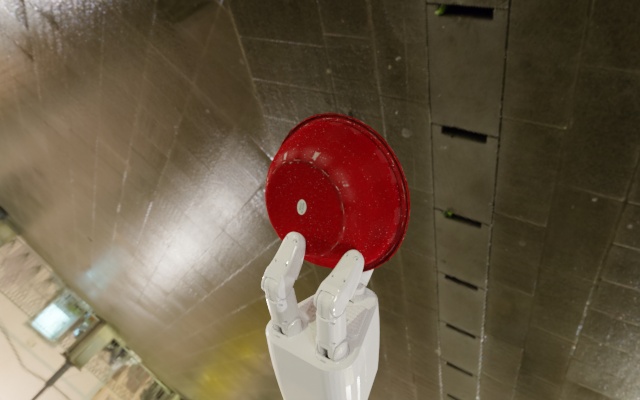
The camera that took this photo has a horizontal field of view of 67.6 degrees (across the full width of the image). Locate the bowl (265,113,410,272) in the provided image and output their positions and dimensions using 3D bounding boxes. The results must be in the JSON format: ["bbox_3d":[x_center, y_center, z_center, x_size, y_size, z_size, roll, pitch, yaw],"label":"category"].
[{"bbox_3d":[0.000,0.000,0.450,0.162,0.162,0.055,0,14,38],"label":"bowl"}]
